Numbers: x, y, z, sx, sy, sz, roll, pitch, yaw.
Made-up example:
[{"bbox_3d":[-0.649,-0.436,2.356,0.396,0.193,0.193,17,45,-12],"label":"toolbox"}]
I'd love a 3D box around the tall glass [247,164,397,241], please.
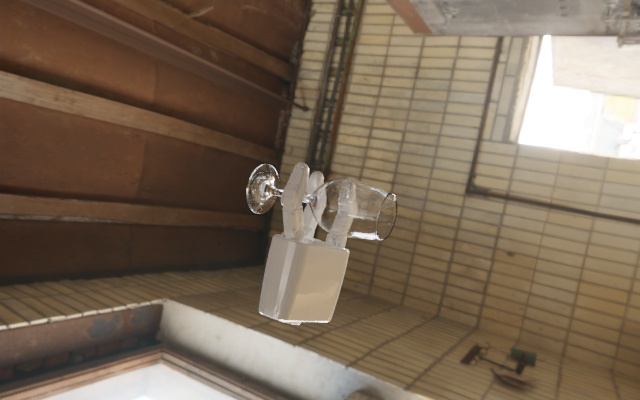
[{"bbox_3d":[0.000,0.002,0.650,0.201,0.079,0.079,12,6,30],"label":"tall glass"}]
